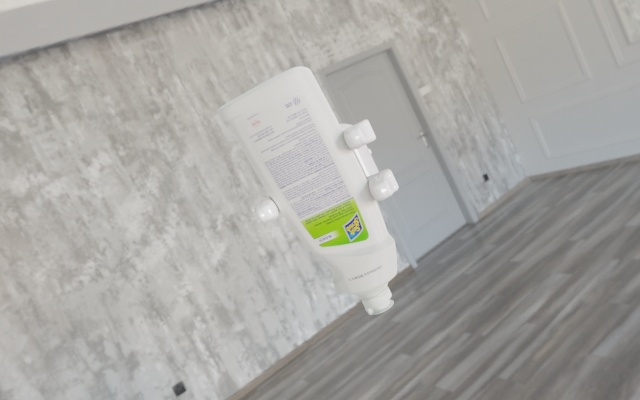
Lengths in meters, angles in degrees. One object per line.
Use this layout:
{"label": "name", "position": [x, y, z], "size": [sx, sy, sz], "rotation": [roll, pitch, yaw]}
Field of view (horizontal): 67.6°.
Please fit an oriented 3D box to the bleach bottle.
{"label": "bleach bottle", "position": [0.000, 0.001, 0.480], "size": [0.102, 0.251, 0.068], "rotation": [-24, 6, 17]}
